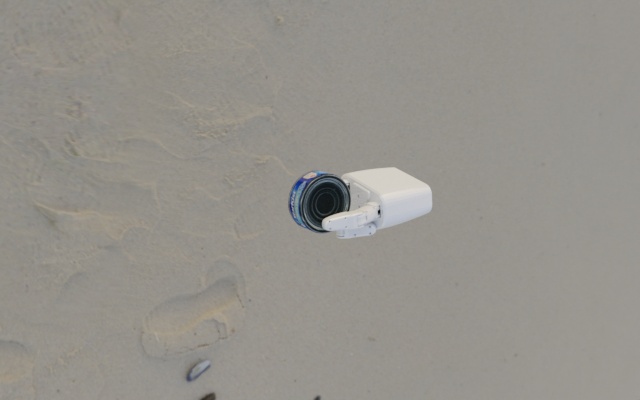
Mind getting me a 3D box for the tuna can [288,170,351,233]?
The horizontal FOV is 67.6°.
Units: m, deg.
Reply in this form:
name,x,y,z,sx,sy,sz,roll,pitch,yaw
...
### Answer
name,x,y,z,sx,sy,sz,roll,pitch,yaw
tuna can,0.000,0.002,0.669,0.086,0.086,0.033,0,10,-32
